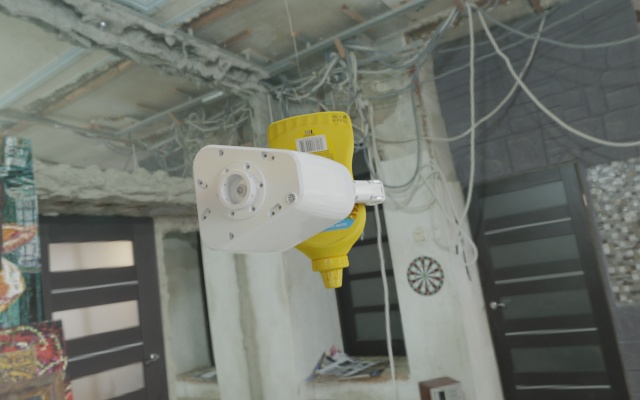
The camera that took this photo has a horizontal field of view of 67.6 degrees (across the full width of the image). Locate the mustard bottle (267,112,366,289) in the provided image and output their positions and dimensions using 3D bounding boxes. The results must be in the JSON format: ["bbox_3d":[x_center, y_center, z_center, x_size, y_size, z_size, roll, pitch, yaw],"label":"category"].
[{"bbox_3d":[0.000,0.002,0.535,0.096,0.191,0.058,-9,-8,0],"label":"mustard bottle"}]
